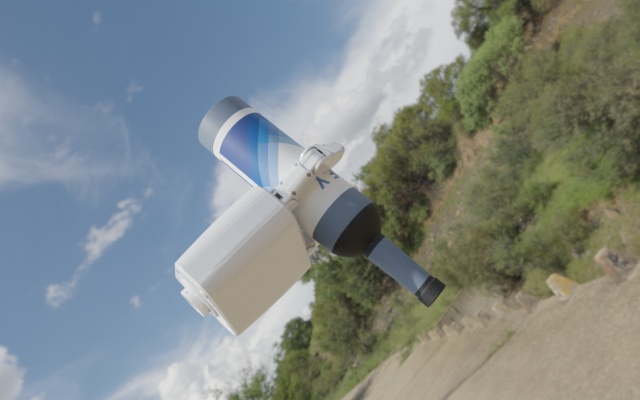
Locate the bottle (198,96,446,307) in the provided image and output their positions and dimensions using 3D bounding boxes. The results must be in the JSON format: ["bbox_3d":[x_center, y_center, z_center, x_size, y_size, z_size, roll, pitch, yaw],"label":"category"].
[{"bbox_3d":[0.000,0.001,0.489,0.295,0.069,0.069,39,12,15],"label":"bottle"}]
